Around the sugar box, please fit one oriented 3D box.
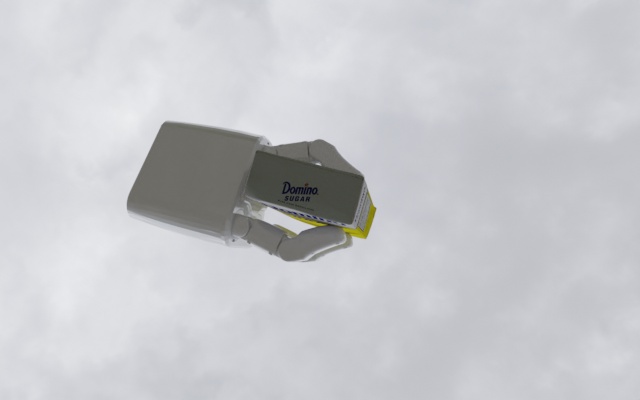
[{"bbox_3d":[0.000,0.002,0.454,0.093,0.048,0.176,15,-3,12],"label":"sugar box"}]
